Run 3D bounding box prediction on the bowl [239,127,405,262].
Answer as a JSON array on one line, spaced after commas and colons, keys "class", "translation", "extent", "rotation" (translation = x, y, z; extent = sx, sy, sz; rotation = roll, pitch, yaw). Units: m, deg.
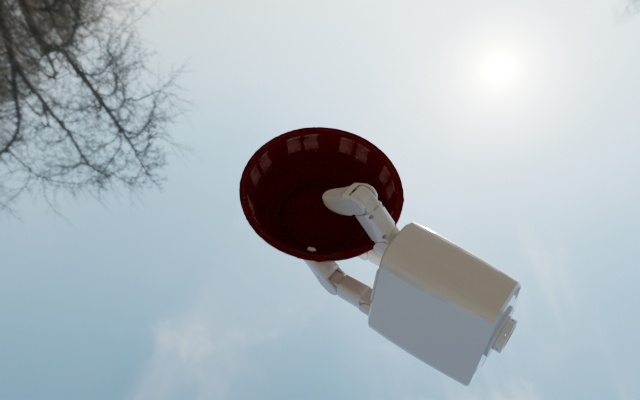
[{"class": "bowl", "translation": [-0.001, 0.001, 0.489], "extent": [0.162, 0.162, 0.055], "rotation": [0, -34, -5]}]
